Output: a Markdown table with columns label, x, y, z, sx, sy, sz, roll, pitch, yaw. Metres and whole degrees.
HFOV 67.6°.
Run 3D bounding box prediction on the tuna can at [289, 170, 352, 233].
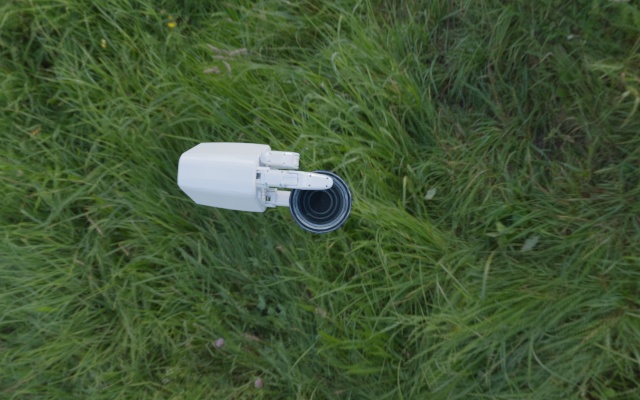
| label | x | y | z | sx | sy | sz | roll | pitch | yaw |
| --- | --- | --- | --- | --- | --- | --- | --- | --- | --- |
| tuna can | 0.000 | 0.002 | 0.648 | 0.086 | 0.086 | 0.034 | 0 | -2 | 1 |
